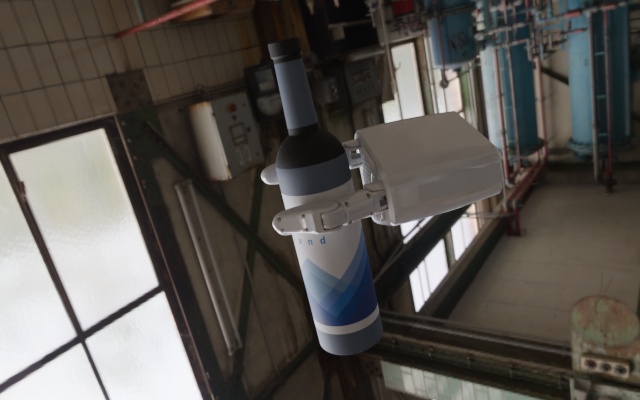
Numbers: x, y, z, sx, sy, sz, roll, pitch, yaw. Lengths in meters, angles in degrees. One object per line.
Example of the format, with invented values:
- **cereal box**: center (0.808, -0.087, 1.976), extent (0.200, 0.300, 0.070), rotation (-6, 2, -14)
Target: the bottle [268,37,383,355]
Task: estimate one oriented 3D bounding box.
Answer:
- **bottle**: center (0.000, 0.002, 0.447), extent (0.069, 0.296, 0.069), rotation (-12, 17, 4)
